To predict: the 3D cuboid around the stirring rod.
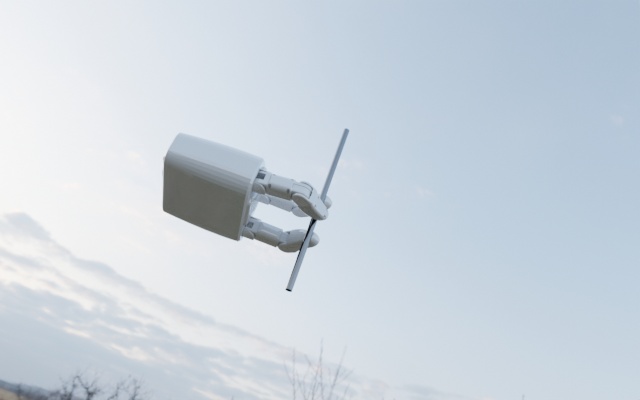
[{"bbox_3d":[0.000,0.002,0.589,0.011,0.239,0.011,15,-31,9],"label":"stirring rod"}]
